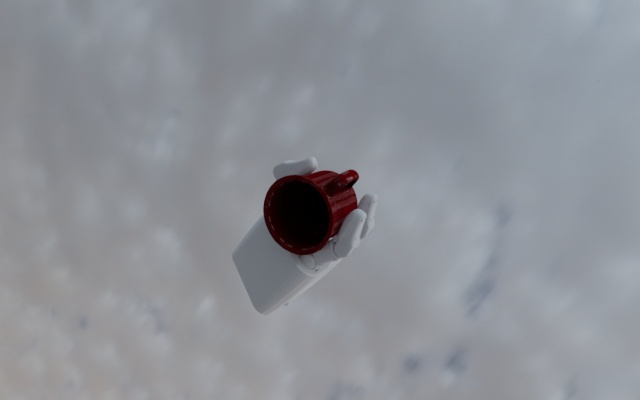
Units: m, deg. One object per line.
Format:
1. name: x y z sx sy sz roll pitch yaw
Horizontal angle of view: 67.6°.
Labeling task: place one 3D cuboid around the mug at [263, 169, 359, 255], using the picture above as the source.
1. mug: 0.001 0.001 0.564 0.117 0.093 0.081 -44 -11 30
